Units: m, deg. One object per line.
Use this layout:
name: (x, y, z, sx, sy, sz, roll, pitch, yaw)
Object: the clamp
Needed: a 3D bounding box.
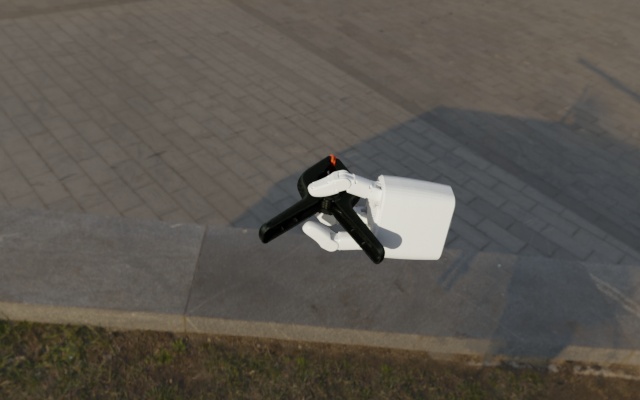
clamp: (0.000, 0.001, 0.680, 0.164, 0.036, 0.209, 7, 39, -8)
